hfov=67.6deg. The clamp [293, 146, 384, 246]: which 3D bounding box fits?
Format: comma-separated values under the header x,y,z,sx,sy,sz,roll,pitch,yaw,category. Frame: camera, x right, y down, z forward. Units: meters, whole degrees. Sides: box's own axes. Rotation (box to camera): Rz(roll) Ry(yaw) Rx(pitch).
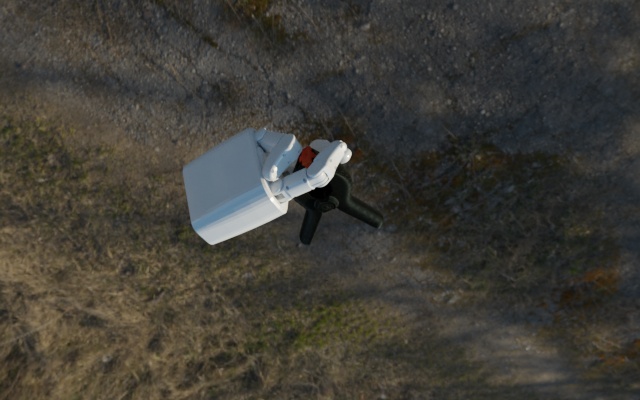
x,y,z,sx,sy,sz,roll,pitch,yaw,category
0.000,0.002,0.624,0.120,0.039,0.172,-25,-47,13,clamp
